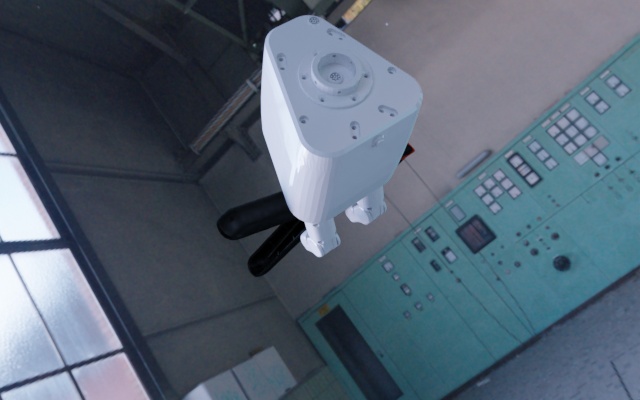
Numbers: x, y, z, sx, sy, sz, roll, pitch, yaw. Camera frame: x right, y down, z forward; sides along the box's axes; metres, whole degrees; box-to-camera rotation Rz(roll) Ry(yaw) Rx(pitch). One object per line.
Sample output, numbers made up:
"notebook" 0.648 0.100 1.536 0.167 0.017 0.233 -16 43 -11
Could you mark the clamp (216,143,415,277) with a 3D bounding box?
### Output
"clamp" 0.000 0.001 0.471 0.210 0.036 0.165 -32 -17 -17
